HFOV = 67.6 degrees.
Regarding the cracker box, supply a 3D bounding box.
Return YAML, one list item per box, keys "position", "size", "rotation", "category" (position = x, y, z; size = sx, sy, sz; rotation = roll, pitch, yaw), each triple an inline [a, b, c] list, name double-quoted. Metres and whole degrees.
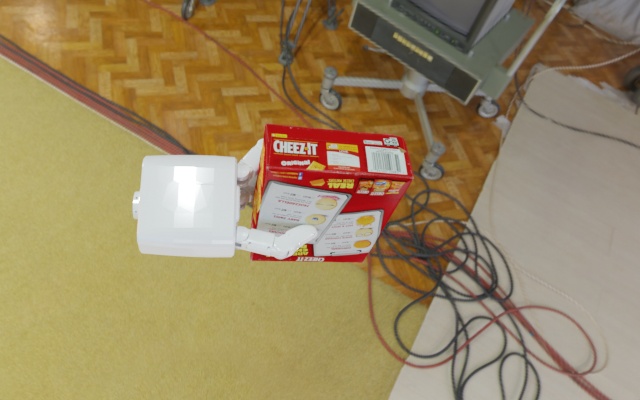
- position: [0.000, 0.002, 0.602]
  size: [0.164, 0.072, 0.214]
  rotation: [3, -33, -12]
  category: "cracker box"
